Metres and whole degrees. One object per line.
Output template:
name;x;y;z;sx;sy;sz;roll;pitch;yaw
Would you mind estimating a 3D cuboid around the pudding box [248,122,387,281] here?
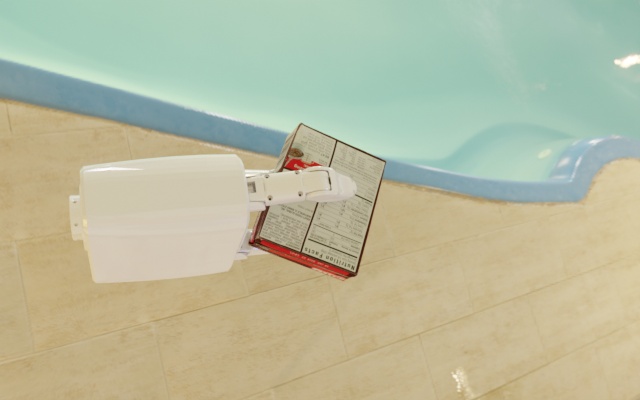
pudding box;0.000;0.001;0.410;0.090;0.113;0.039;23;-20;-13
